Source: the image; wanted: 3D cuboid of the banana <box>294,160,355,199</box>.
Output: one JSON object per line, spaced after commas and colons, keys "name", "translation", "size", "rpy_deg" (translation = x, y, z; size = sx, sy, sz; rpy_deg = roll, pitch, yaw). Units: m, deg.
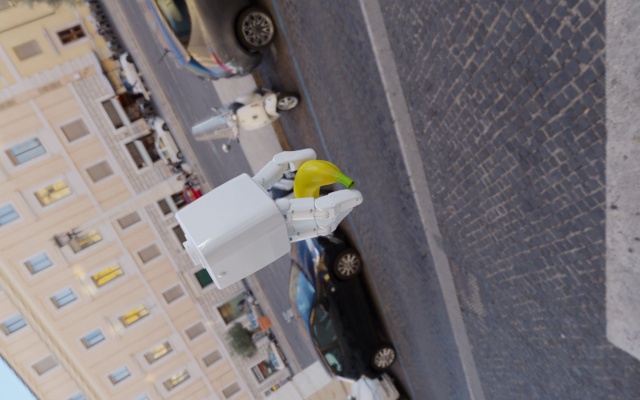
{"name": "banana", "translation": [-0.010, -0.014, 0.670], "size": [0.037, 0.069, 0.198], "rpy_deg": [-32, -6, -19]}
